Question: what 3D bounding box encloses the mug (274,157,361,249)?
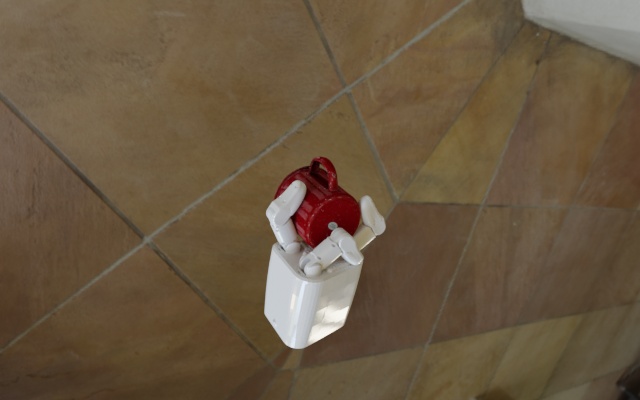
[{"bbox_3d":[0.001,0.001,0.612,0.093,0.117,0.081,-5,28,-31],"label":"mug"}]
